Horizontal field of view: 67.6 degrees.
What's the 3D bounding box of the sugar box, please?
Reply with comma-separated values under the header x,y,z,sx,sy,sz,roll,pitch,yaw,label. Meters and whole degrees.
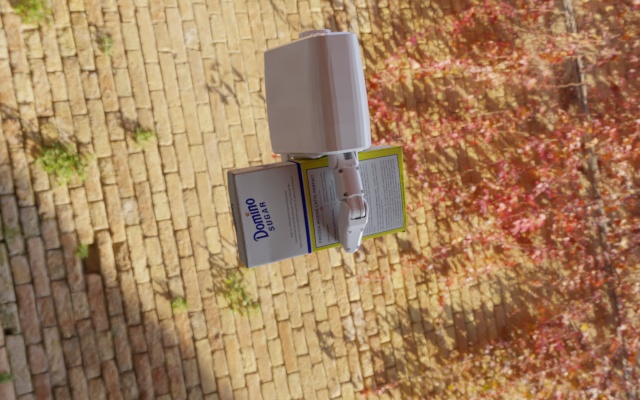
x,y,z,sx,sy,sz,roll,pitch,yaw,label
0.000,0.001,0.481,0.176,0.093,0.048,-10,12,-18,sugar box
